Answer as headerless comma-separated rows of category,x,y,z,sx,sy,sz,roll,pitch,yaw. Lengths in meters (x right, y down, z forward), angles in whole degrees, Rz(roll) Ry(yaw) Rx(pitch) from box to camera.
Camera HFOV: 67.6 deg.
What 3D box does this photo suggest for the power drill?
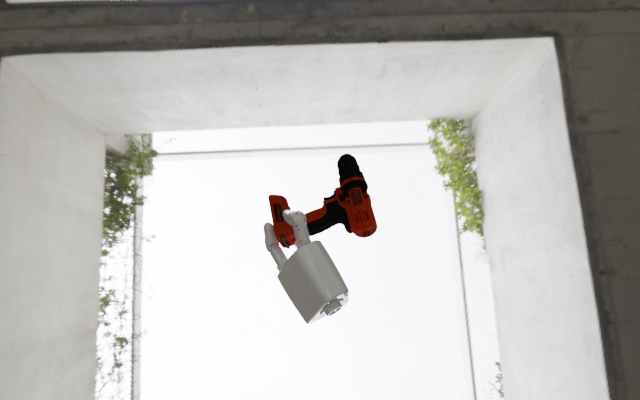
power drill,0.000,0.003,0.895,0.187,0.184,0.057,-16,-37,4
